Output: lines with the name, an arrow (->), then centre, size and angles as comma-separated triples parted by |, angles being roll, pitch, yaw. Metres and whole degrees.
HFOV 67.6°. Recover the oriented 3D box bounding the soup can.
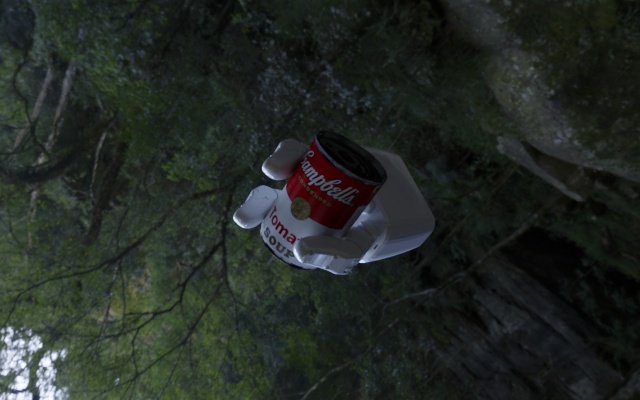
soup can -> 0.000, 0.002, 0.405 | 0.068, 0.102, 0.068 | 27, 27, -15
